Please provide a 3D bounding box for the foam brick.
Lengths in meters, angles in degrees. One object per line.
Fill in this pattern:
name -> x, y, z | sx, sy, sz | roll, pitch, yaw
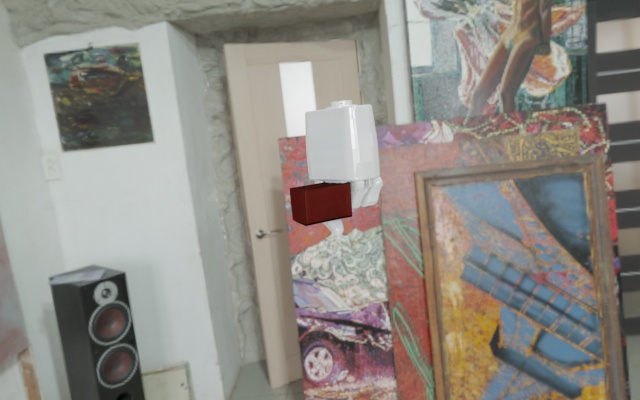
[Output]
foam brick -> 0.000, 0.002, 0.705 | 0.078, 0.051, 0.053 | -11, 12, -26
